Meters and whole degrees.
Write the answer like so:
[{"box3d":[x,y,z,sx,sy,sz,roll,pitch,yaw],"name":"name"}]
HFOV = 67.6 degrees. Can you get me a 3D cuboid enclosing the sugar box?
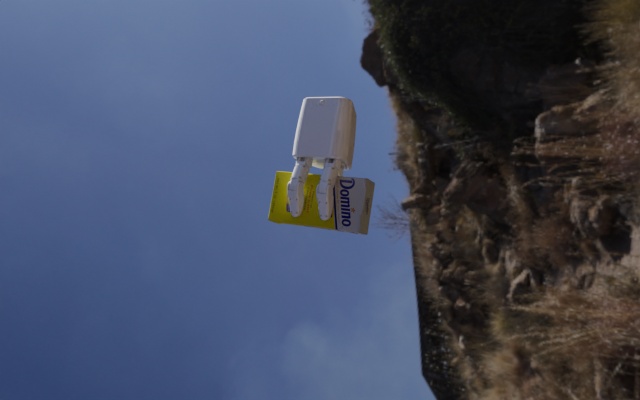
[{"box3d":[0.000,0.002,0.825,0.176,0.093,0.048,5,-7,28],"name":"sugar box"}]
